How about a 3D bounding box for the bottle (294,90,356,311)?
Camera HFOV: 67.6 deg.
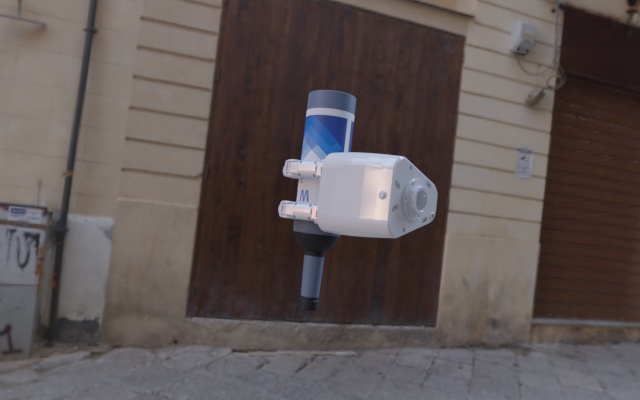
[{"bbox_3d":[0.000,0.002,0.658,0.069,0.295,0.069,7,-2,0],"label":"bottle"}]
